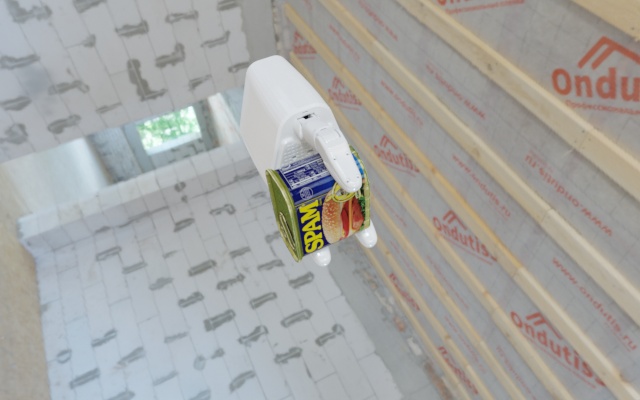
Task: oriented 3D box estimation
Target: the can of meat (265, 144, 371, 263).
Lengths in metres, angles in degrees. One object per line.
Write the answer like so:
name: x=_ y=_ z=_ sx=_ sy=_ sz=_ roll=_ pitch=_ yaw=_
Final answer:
can of meat: x=0.000 y=0.001 z=0.468 sx=0.084 sy=0.102 sz=0.057 roll=-23 pitch=48 yaw=-15
